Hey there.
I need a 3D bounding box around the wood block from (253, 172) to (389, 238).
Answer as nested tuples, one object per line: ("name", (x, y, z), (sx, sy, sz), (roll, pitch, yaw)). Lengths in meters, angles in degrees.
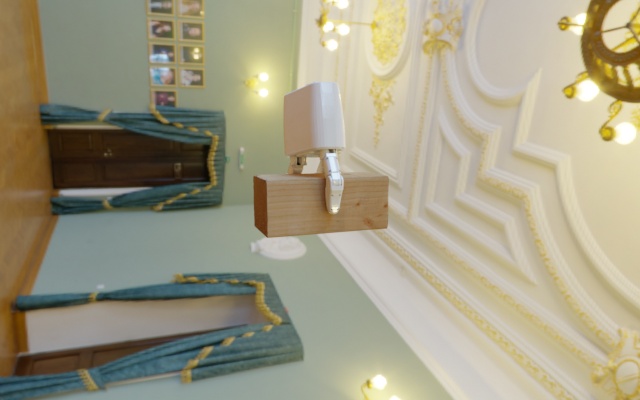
("wood block", (0.000, 0.002, 0.790), (0.206, 0.090, 0.091), (-3, 10, -20))
